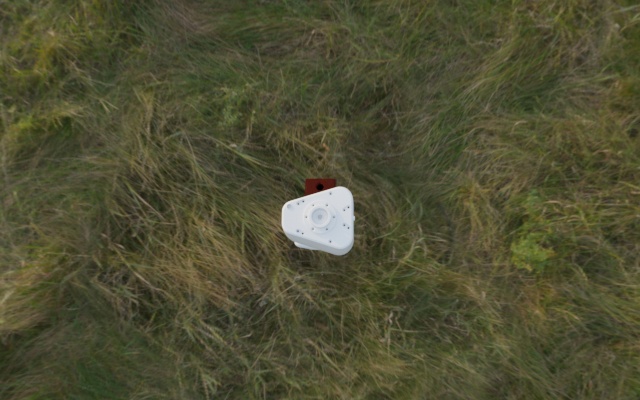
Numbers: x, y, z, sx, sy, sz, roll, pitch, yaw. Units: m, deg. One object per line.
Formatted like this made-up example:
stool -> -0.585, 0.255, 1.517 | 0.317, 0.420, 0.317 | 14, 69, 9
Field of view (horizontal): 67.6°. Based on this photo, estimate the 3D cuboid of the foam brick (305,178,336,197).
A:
foam brick -> 0.000, 0.002, 0.833 | 0.053, 0.078, 0.051 | 0, -10, 3
